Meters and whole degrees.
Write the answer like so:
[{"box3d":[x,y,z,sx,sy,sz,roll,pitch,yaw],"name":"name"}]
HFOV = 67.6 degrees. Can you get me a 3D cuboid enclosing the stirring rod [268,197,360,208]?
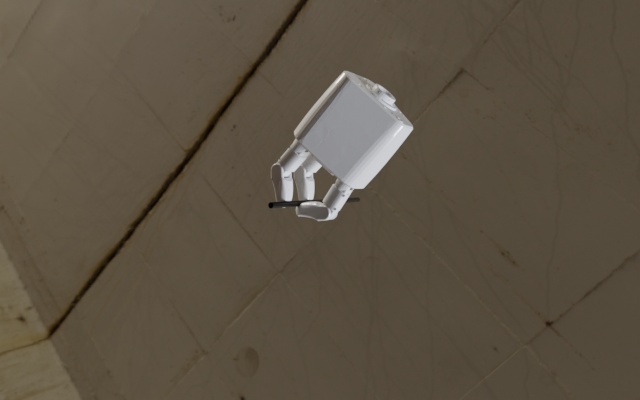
[{"box3d":[0.000,0.002,0.713,0.011,0.011,0.239,0,2,32],"name":"stirring rod"}]
